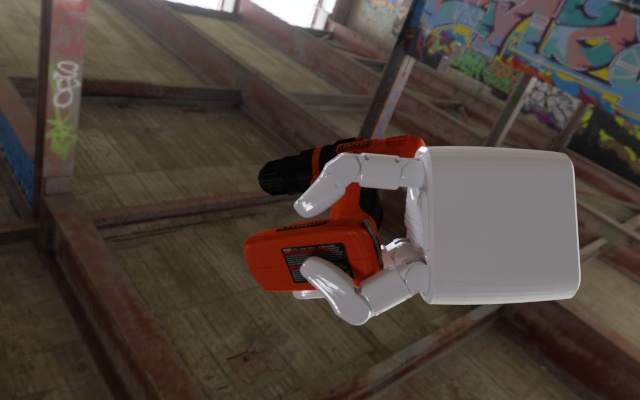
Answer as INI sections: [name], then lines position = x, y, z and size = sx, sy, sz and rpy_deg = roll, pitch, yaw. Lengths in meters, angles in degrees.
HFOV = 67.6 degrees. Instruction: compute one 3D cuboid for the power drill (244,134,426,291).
[power drill]
position = 0.000, 0.002, 0.439
size = 0.184, 0.057, 0.187
rpy_deg = -9, 30, 23
